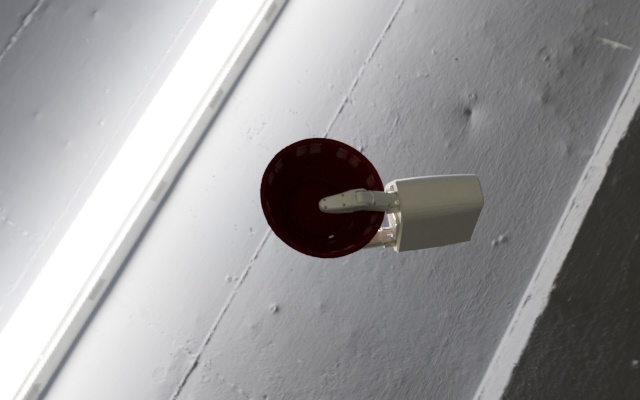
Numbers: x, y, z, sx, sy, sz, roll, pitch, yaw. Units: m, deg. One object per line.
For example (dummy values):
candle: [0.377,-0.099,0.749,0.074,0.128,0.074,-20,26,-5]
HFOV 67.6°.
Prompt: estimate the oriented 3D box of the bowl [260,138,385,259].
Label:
bowl: [-0.001,0.002,0.621,0.162,0.162,0.055,0,-20,-12]
